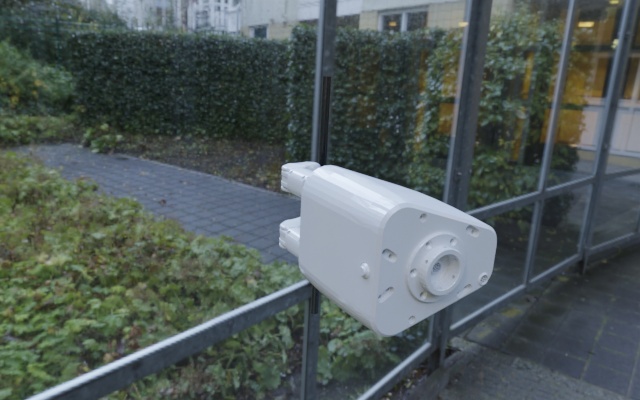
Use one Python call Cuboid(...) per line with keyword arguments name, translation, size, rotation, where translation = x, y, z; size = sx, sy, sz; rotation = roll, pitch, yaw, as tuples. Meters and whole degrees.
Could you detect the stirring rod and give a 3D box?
Cuboid(name="stirring rod", translation=(0.000, 0.002, 0.472), size=(0.011, 0.239, 0.011), rotation=(3, 15, -1))
